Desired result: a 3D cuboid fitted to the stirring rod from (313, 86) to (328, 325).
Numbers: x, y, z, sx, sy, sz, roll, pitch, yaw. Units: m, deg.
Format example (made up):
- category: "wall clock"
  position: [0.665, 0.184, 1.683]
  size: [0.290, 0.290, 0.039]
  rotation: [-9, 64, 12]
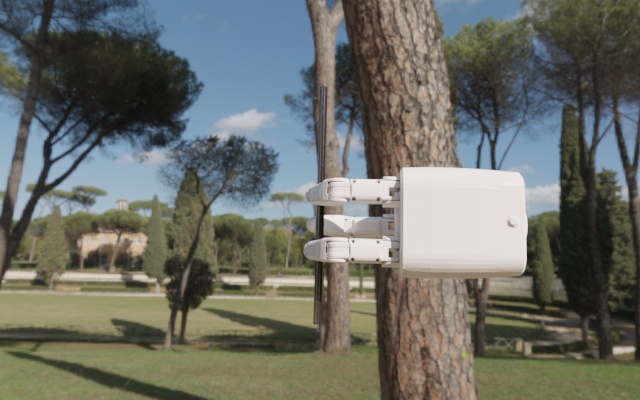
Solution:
- category: "stirring rod"
  position: [0.000, 0.002, 0.482]
  size: [0.011, 0.239, 0.011]
  rotation: [2, -7, 0]
